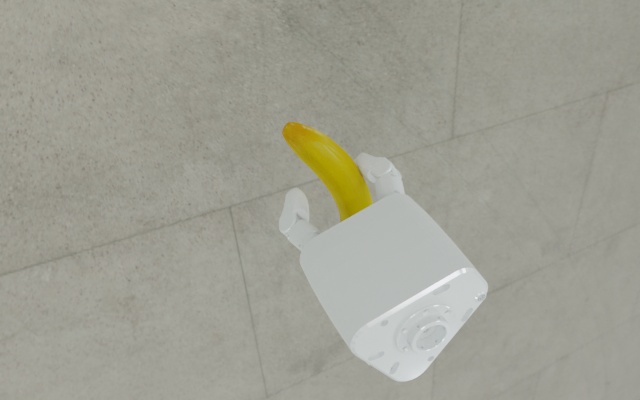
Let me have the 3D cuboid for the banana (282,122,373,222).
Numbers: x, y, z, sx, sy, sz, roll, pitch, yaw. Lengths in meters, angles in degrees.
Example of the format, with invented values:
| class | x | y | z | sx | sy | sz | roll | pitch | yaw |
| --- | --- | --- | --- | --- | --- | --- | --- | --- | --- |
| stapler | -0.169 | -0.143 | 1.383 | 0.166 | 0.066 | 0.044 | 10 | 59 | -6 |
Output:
| class | x | y | z | sx | sy | sz | roll | pitch | yaw |
| --- | --- | --- | --- | --- | --- | --- | --- | --- | --- |
| banana | 0.018 | -0.002 | 0.498 | 0.069 | 0.198 | 0.037 | -19 | 37 | -3 |
